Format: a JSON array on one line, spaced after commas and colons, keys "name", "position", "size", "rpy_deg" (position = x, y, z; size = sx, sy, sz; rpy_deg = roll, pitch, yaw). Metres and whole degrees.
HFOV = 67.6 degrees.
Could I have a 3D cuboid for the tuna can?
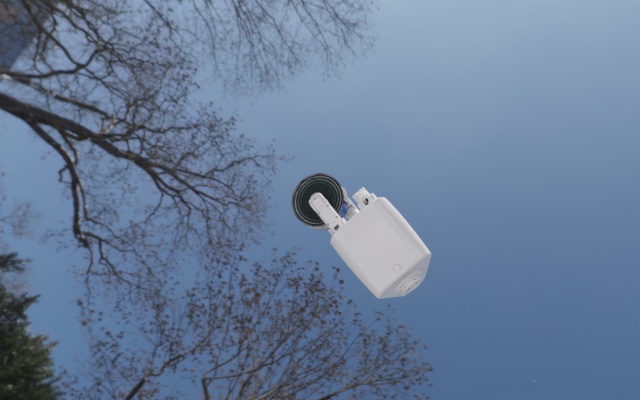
[{"name": "tuna can", "position": [0.000, 0.003, 0.752], "size": [0.086, 0.086, 0.034], "rpy_deg": [0, -15, 20]}]
